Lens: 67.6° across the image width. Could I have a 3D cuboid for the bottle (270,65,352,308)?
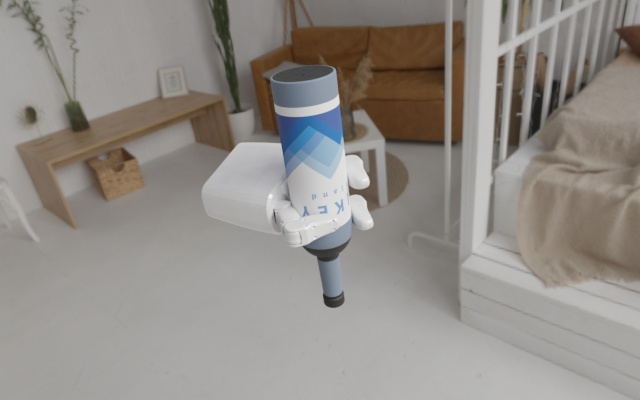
[{"bbox_3d":[0.000,0.002,0.545,0.069,0.296,0.069,-6,29,3],"label":"bottle"}]
